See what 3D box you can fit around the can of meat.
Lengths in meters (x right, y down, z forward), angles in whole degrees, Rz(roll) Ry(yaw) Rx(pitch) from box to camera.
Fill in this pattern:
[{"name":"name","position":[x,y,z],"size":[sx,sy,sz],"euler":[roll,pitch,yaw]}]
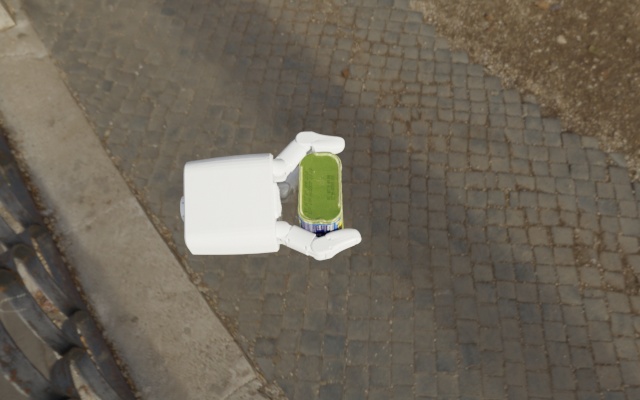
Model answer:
[{"name":"can of meat","position":[0.000,0.002,0.596],"size":[0.057,0.102,0.084],"euler":[-1,-29,1]}]
